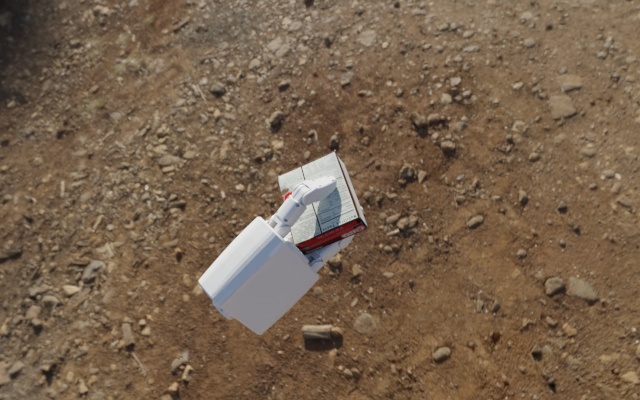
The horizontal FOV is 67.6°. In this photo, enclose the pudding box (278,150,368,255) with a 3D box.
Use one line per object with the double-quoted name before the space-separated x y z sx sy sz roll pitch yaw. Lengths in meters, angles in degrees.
"pudding box" 0.000 0.002 0.611 0.090 0.113 0.039 -23 -31 9
